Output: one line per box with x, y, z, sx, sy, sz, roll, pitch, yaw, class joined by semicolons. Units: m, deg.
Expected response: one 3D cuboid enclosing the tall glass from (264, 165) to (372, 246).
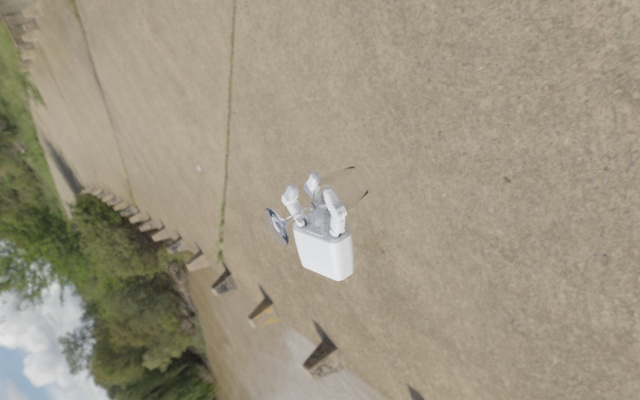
0.000;0.003;0.877;0.201;0.079;0.079;-30;14;-26;tall glass
